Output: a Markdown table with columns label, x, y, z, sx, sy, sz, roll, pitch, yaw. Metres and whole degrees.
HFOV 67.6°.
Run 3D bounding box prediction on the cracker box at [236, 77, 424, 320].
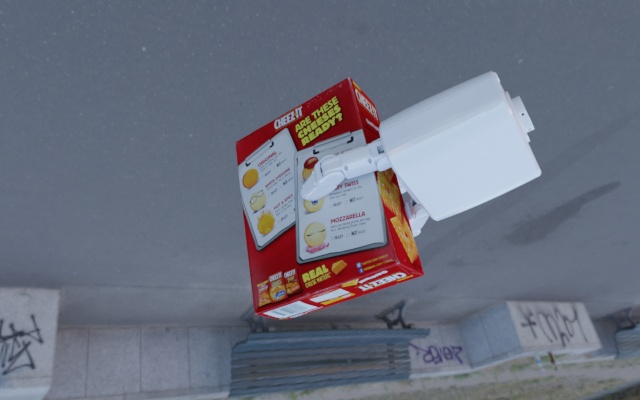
| label | x | y | z | sx | sy | sz | roll | pitch | yaw |
| --- | --- | --- | --- | --- | --- | --- | --- | --- | --- |
| cracker box | 0.000 | 0.002 | 0.513 | 0.164 | 0.213 | 0.072 | -25 | -30 | 24 |
